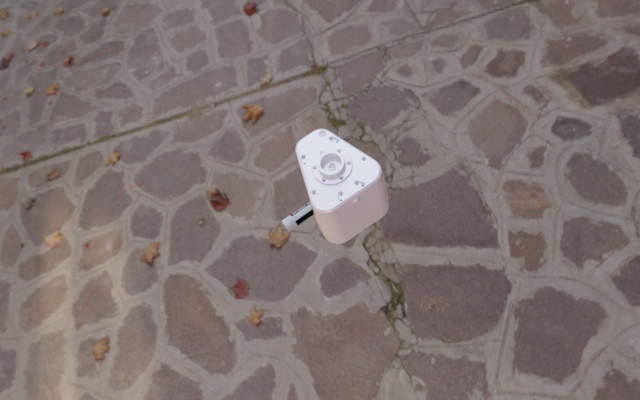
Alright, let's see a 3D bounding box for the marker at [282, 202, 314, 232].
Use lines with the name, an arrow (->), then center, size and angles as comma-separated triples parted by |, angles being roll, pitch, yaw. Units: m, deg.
marker -> 0.000, 0.002, 0.673 | 0.121, 0.020, 0.020 | -35, 3, -5
